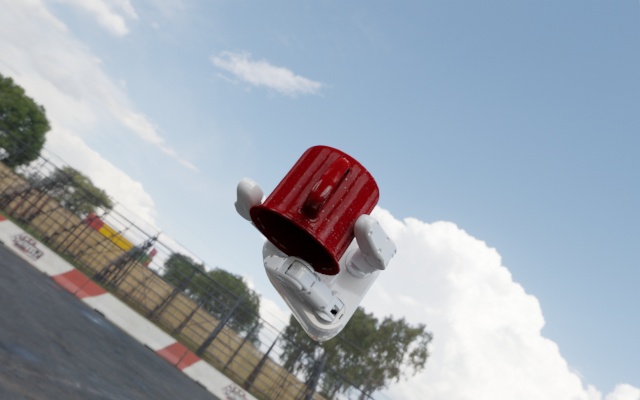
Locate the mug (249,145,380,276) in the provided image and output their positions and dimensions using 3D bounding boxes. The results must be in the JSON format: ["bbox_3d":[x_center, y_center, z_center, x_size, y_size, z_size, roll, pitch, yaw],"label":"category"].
[{"bbox_3d":[0.000,0.001,0.409,0.093,0.081,0.117,33,-22,8],"label":"mug"}]
